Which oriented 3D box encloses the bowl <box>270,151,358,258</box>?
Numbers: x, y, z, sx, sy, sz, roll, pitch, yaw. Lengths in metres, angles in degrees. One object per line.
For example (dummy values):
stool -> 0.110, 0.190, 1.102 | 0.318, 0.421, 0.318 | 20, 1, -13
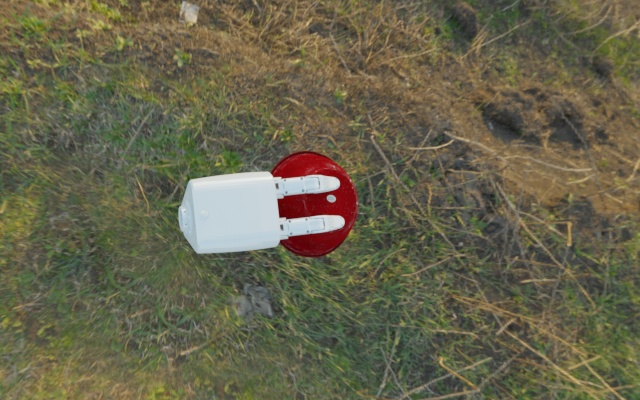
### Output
bowl -> 0.001, 0.002, 0.698 | 0.162, 0.162, 0.055 | 0, -6, -33
